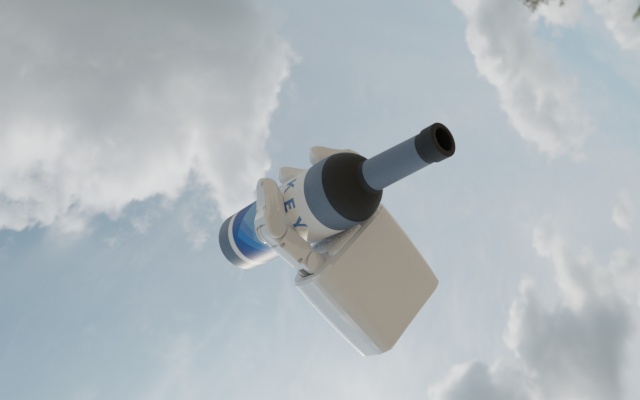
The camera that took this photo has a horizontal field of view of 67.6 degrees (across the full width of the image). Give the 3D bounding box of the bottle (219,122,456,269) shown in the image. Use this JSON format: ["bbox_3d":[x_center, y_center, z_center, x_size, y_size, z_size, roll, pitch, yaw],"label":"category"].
[{"bbox_3d":[0.000,0.002,0.454,0.069,0.069,0.296,0,-18,-40],"label":"bottle"}]
